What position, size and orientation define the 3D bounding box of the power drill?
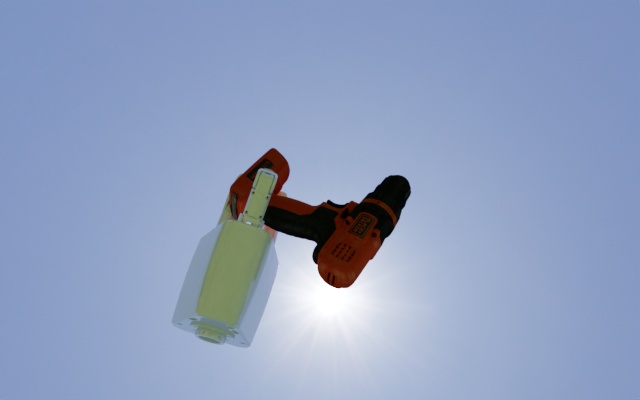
[{"bbox_3d":[0.000,0.002,0.579,0.187,0.057,0.184,23,46,20],"label":"power drill"}]
